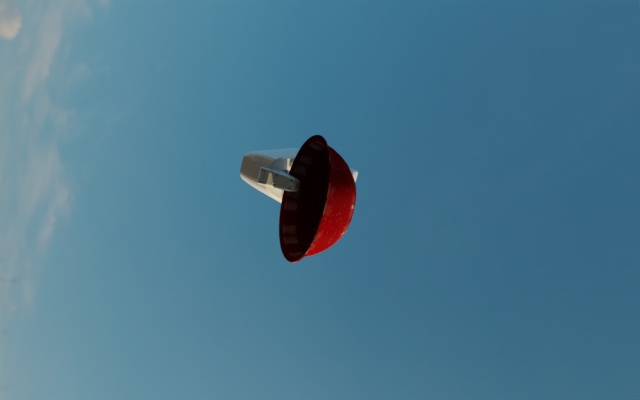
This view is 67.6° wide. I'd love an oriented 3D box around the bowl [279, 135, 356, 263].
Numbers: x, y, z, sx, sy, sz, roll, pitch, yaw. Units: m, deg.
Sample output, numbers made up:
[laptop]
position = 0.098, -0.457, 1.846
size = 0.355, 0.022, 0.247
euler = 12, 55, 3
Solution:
[bowl]
position = 0.001, 0.003, 0.602
size = 0.055, 0.162, 0.162
euler = 12, -5, -21
